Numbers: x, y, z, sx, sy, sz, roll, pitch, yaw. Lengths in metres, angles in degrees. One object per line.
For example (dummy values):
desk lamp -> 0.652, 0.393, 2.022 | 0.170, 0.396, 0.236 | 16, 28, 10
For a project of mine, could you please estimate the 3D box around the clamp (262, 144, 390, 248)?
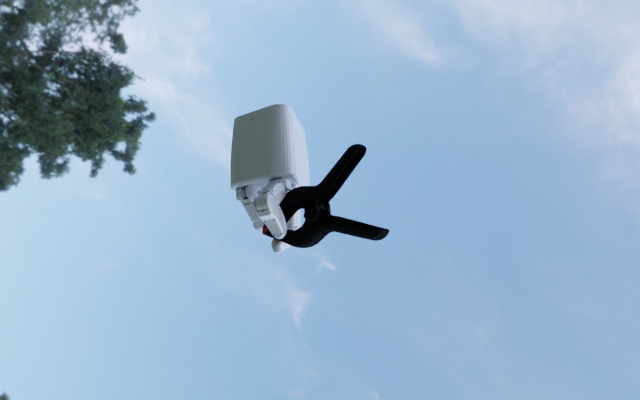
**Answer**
clamp -> 0.000, 0.002, 0.597 | 0.171, 0.120, 0.039 | -13, -21, 27
